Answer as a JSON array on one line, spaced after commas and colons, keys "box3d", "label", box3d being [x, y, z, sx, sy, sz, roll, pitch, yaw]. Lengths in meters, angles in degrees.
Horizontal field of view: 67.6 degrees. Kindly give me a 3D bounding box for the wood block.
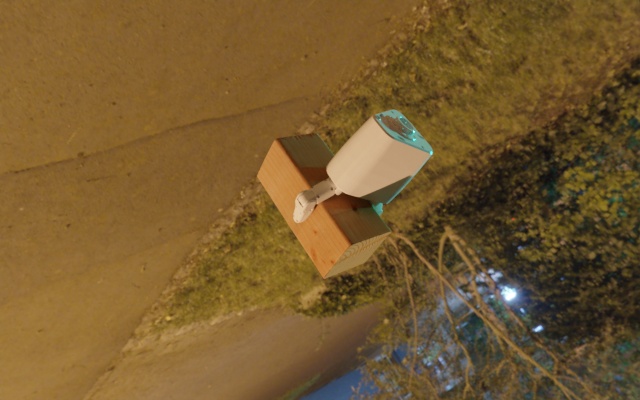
[{"box3d": [0.000, 0.002, 0.738, 0.091, 0.206, 0.090, -14, -31, -40], "label": "wood block"}]
